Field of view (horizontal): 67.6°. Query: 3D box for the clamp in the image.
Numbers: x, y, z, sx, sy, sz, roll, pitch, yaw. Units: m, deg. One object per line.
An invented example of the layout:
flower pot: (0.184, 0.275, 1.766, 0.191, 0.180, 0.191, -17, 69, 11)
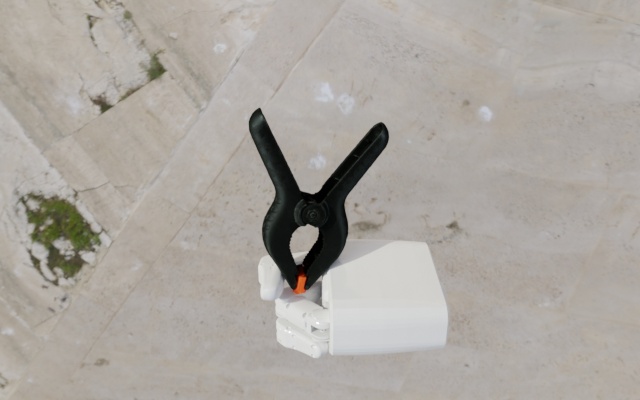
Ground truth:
clamp: (0.000, 0.002, 0.428, 0.120, 0.171, 0.039, -2, 23, -4)
